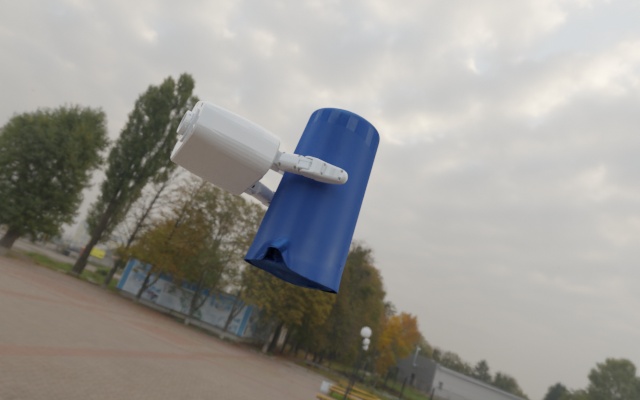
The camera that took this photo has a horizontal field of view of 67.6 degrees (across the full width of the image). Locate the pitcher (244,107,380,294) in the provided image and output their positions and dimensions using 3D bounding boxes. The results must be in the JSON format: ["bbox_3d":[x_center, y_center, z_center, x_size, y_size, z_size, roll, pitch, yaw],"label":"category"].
[{"bbox_3d":[0.000,0.002,0.676,0.145,0.242,0.149,26,-16,-21],"label":"pitcher"}]
